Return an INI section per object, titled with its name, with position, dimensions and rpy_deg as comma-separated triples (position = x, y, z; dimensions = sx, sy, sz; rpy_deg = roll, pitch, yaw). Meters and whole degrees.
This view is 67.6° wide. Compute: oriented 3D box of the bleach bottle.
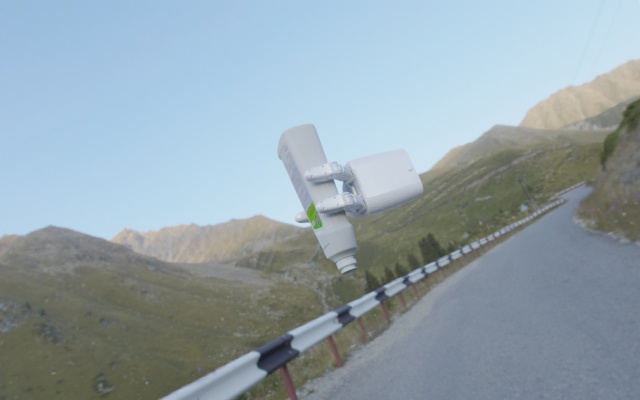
[bleach bottle]
position = 0.000, 0.003, 0.791
dimensions = 0.068, 0.250, 0.103
rpy_deg = -17, -18, -15
